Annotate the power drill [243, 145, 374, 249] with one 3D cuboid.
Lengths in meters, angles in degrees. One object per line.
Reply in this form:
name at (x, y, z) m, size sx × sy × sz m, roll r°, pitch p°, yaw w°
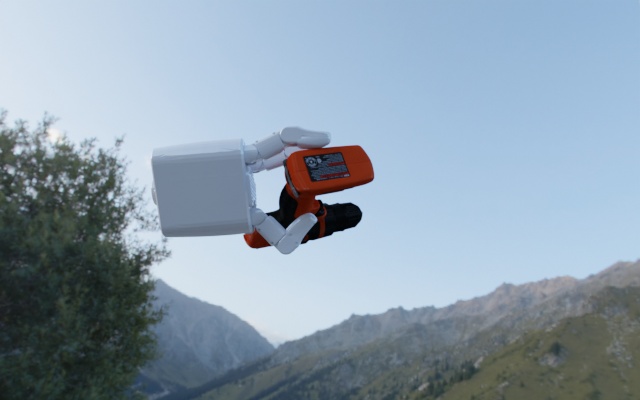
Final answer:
power drill at (0.000, 0.002, 0.632) m, size 0.184 × 0.057 × 0.188 m, roll -11°, pitch -25°, yaw -26°
